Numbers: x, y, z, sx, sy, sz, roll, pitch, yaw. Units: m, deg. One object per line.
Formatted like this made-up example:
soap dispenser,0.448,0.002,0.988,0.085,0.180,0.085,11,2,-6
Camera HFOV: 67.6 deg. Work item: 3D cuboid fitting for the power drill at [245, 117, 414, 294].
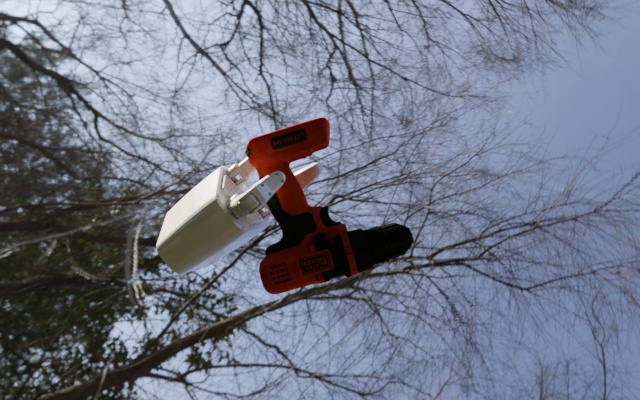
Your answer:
power drill,0.000,0.001,0.566,0.184,0.187,0.057,-16,-7,-3
